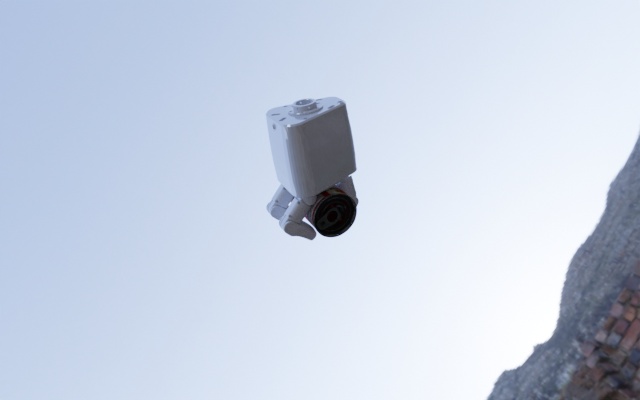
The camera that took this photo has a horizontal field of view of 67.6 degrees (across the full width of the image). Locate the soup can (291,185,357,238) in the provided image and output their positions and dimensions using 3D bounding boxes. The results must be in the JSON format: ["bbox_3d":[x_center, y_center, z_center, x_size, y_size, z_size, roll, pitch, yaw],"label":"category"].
[{"bbox_3d":[0.000,0.003,0.709,0.068,0.068,0.102,0,23,-27],"label":"soup can"}]
